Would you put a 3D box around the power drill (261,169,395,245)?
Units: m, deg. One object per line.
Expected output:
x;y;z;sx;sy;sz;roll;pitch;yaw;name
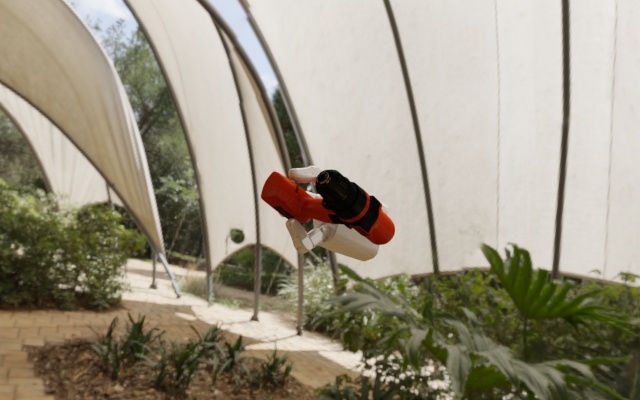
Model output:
0.000;0.002;0.713;0.187;0.057;0.184;13;-20;41;power drill
